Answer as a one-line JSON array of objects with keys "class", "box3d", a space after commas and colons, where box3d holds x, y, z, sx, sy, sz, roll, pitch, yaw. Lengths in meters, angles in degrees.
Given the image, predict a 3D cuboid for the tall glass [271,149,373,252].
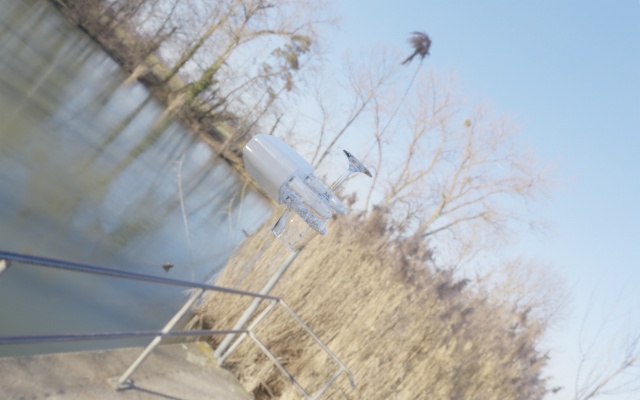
[{"class": "tall glass", "box3d": [0.001, 0.002, 0.881, 0.079, 0.201, 0.079, 44, -1, 1]}]
